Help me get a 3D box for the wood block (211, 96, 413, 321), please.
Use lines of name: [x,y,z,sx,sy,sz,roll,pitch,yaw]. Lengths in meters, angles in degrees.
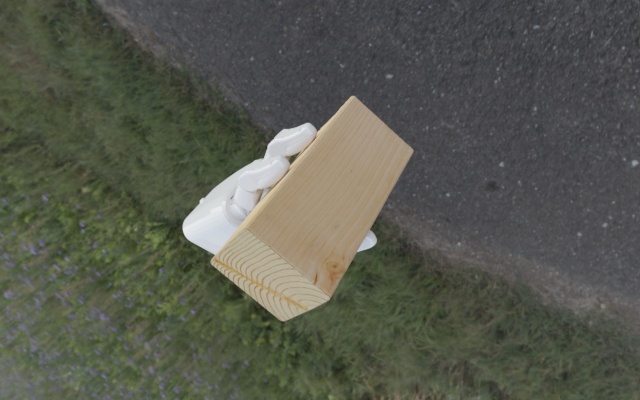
wood block: [0.000,0.002,0.468,0.090,0.091,0.206,-39,12,50]
